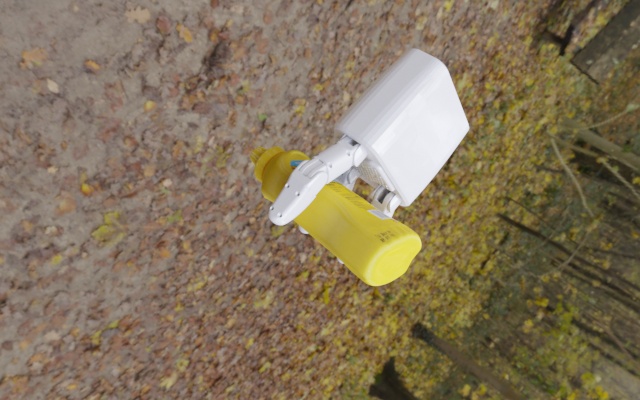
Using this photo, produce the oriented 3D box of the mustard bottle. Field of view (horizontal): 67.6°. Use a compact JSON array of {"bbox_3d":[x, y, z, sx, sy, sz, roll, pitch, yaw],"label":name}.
[{"bbox_3d":[0.000,0.002,0.457,0.191,0.058,0.096,38,16,27],"label":"mustard bottle"}]
